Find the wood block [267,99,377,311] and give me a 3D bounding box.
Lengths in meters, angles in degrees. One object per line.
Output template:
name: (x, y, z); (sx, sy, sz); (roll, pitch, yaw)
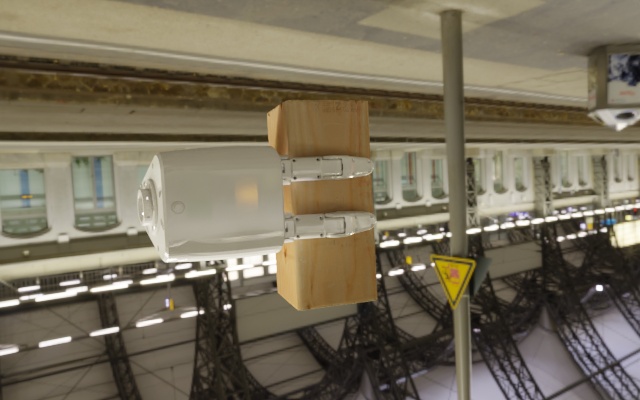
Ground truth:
wood block: (0.000, 0.002, 0.519); (0.090, 0.206, 0.091); (-4, 3, -19)
